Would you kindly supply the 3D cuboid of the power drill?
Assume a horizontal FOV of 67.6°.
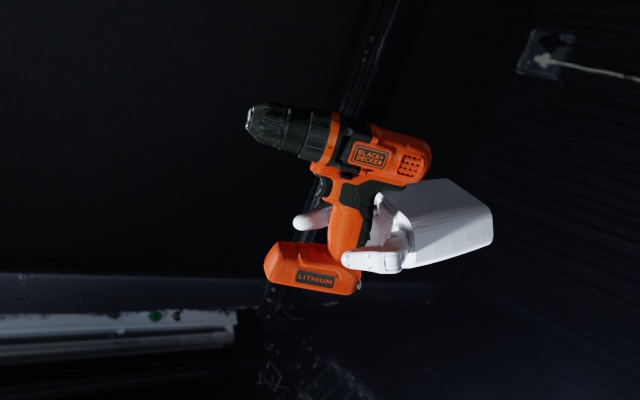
[{"bbox_3d":[0.000,0.002,0.489,0.184,0.188,0.057,13,26,-11],"label":"power drill"}]
